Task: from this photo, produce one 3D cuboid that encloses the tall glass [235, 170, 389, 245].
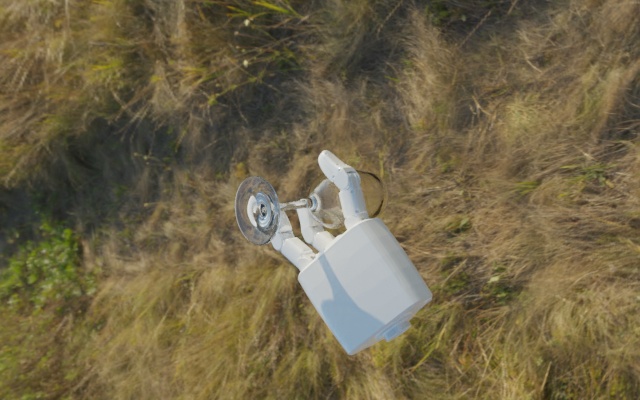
[{"bbox_3d":[0.000,0.002,0.577,0.079,0.079,0.201,0,6,43],"label":"tall glass"}]
